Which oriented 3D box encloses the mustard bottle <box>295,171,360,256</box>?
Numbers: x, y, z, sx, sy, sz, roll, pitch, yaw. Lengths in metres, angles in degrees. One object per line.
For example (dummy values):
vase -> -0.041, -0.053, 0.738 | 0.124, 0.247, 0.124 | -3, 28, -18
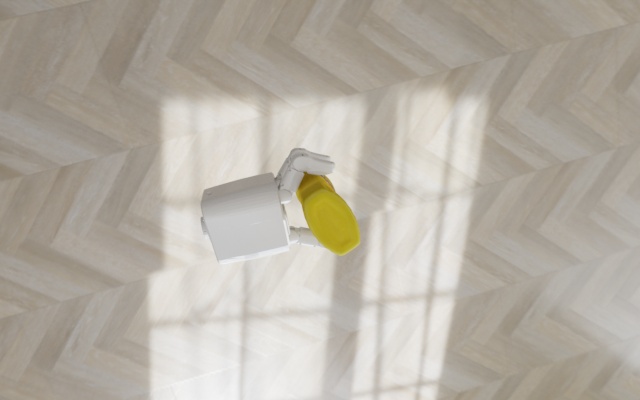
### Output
mustard bottle -> 0.000, 0.002, 0.682 | 0.058, 0.096, 0.191 | -35, 19, 2
